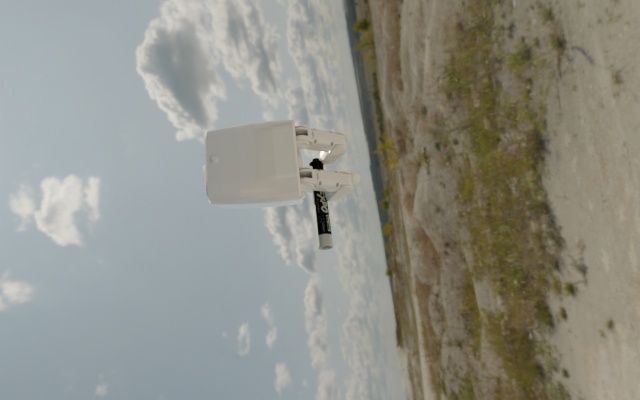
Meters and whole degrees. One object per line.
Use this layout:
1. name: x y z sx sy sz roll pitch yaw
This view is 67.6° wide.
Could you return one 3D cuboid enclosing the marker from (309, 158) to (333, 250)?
1. marker: 0.000 0.002 0.601 0.020 0.121 0.020 -6 -21 -2
